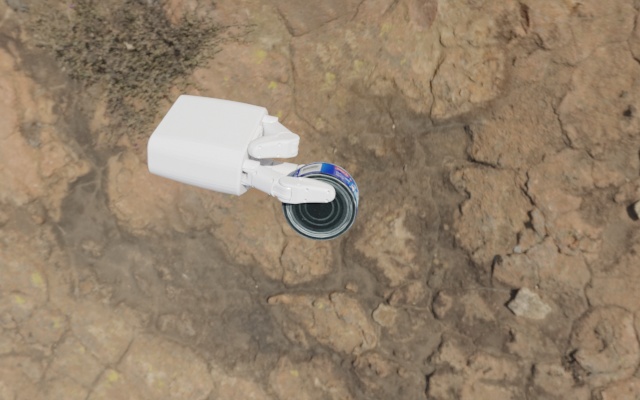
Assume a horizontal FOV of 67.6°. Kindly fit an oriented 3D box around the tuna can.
[{"bbox_3d":[0.000,0.002,0.538,0.086,0.086,0.033,0,26,7],"label":"tuna can"}]
